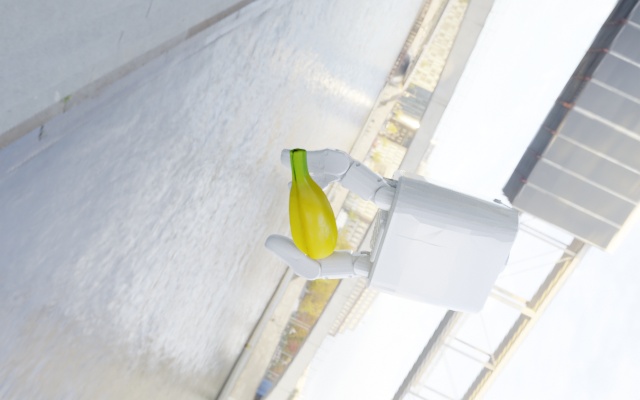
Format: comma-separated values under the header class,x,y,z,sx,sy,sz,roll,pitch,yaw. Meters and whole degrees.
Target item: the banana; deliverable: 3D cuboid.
class,x,y,z,sx,sy,sz,roll,pitch,yaw
banana,-0.002,0.019,0.424,0.037,0.069,0.198,5,-14,4
